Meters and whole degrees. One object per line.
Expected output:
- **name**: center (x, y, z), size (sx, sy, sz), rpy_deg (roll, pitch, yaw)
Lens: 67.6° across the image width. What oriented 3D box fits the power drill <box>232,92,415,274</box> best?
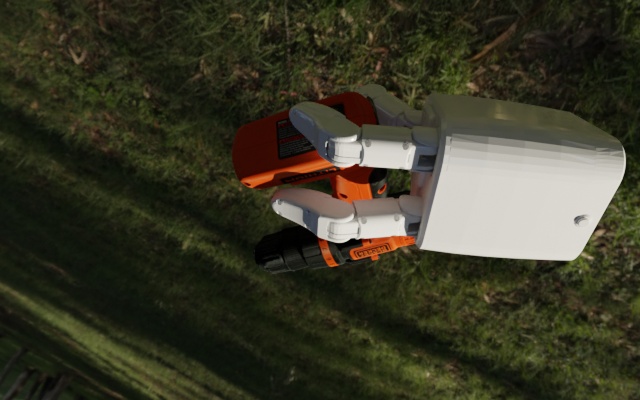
- **power drill**: center (0.000, 0.001, 0.406), size (0.184, 0.057, 0.188), rpy_deg (-17, -32, 11)
